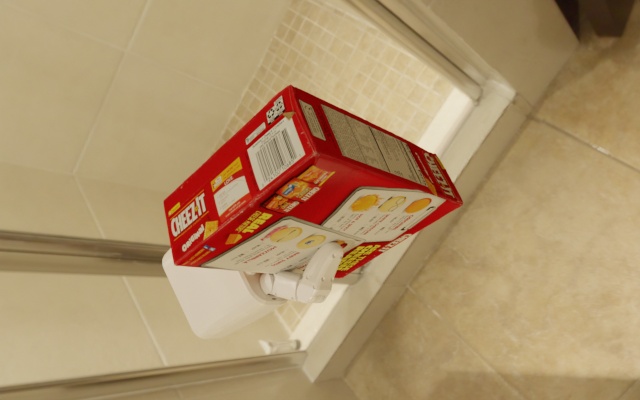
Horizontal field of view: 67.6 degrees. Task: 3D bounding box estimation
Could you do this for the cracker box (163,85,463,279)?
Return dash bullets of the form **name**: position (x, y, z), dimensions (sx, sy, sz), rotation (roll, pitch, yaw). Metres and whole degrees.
- **cracker box**: position (0.000, 0.002, 0.425), dimensions (0.164, 0.072, 0.214), rotation (-36, -31, 31)
